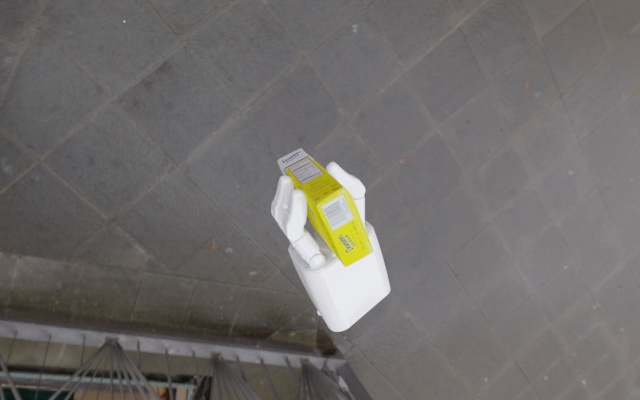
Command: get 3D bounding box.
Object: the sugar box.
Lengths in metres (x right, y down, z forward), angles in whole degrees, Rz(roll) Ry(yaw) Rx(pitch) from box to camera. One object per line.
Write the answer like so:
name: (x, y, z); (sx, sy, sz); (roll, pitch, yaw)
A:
sugar box: (0.000, 0.002, 0.605); (0.048, 0.093, 0.176); (-29, 27, -10)
